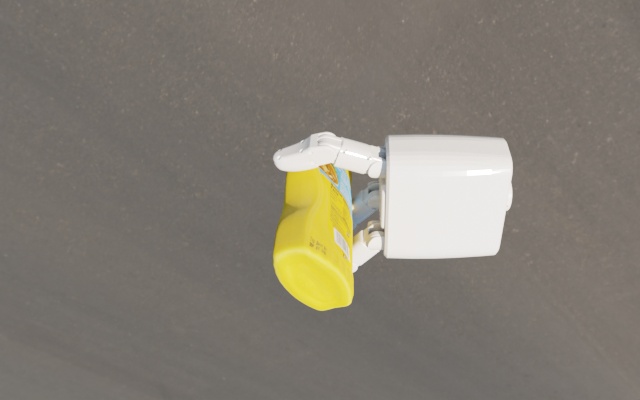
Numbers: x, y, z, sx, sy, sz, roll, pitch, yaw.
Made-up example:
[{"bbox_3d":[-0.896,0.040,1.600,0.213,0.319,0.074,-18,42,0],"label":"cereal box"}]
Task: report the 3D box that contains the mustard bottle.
[{"bbox_3d":[0.000,0.002,0.466,0.058,0.191,0.096,-17,-47,22],"label":"mustard bottle"}]
